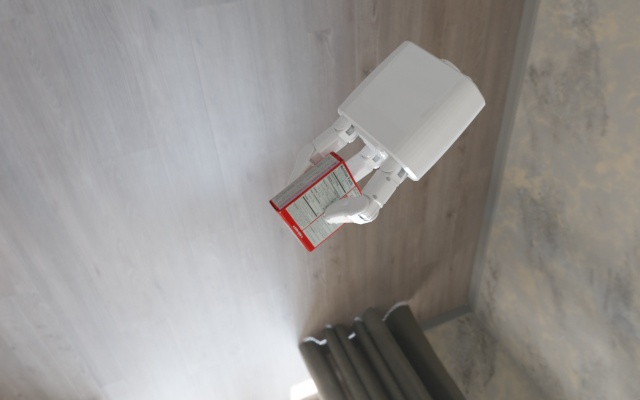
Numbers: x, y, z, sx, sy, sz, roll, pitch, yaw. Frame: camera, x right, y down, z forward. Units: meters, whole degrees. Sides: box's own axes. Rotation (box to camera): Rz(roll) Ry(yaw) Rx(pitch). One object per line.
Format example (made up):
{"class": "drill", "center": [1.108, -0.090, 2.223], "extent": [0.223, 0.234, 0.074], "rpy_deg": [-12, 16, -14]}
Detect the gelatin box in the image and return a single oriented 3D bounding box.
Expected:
{"class": "gelatin box", "center": [0.000, 0.002, 0.520], "extent": [0.030, 0.089, 0.073], "rpy_deg": [43, -10, 49]}
